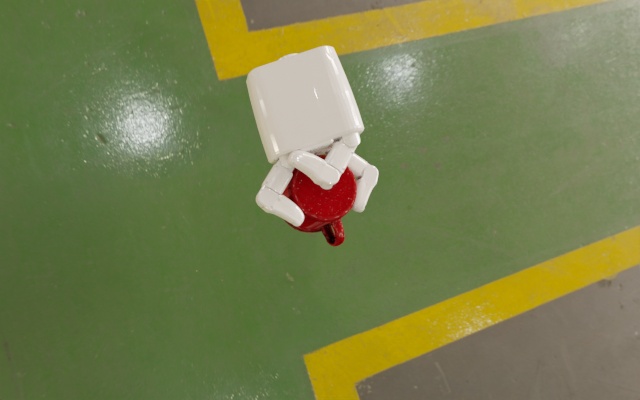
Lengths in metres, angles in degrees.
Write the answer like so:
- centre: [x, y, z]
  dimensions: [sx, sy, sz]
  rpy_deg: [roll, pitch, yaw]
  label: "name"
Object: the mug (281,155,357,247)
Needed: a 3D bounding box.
- centre: [0.001, 0.003, 0.594]
  dimensions: [0.093, 0.117, 0.081]
  rpy_deg: [-19, -4, -16]
  label: "mug"
